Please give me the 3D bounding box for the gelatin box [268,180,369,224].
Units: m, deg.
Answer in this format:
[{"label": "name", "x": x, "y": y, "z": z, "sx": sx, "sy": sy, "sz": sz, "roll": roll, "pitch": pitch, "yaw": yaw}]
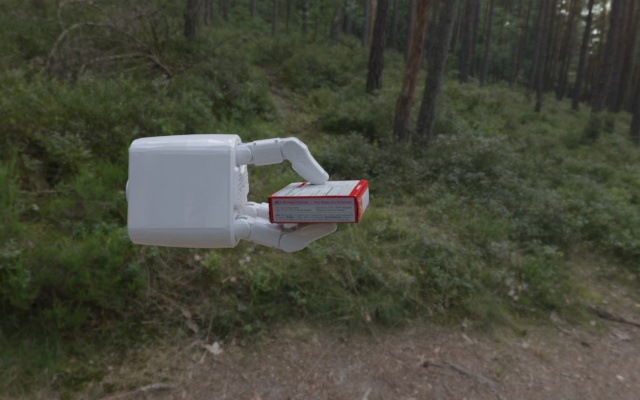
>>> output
[{"label": "gelatin box", "x": 0.000, "y": 0.001, "z": 0.482, "sx": 0.089, "sy": 0.030, "sz": 0.073, "roll": -2, "pitch": 13, "yaw": 14}]
